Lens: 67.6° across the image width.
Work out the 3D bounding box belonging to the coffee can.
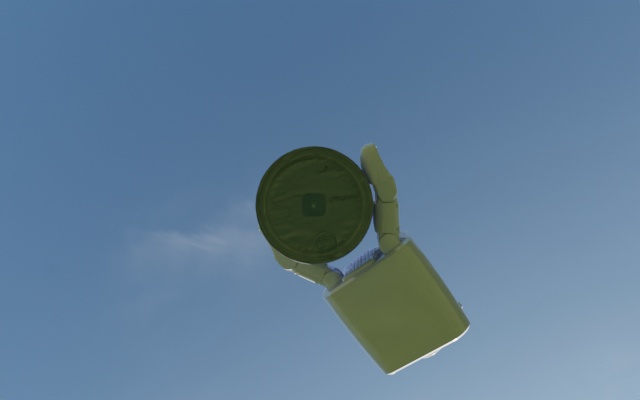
[{"bbox_3d":[0.000,0.001,0.480,0.103,0.103,0.140,0,3,5],"label":"coffee can"}]
